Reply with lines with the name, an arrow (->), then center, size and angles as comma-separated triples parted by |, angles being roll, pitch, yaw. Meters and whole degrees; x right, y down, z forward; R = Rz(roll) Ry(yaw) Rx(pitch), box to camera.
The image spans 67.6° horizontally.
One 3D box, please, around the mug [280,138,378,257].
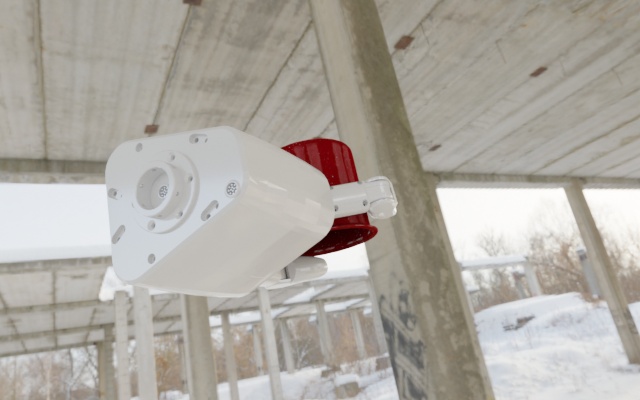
mug -> 0.001, 0.001, 0.425 | 0.093, 0.081, 0.117 | -19, -19, 20
